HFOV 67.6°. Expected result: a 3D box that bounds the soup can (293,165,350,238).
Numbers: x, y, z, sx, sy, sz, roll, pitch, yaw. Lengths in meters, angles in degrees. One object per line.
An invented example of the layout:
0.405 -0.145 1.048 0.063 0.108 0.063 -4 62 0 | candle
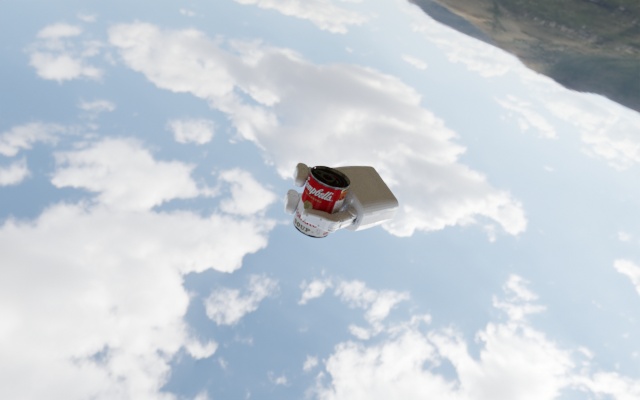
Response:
0.000 0.003 0.788 0.068 0.102 0.068 16 29 -9 | soup can
